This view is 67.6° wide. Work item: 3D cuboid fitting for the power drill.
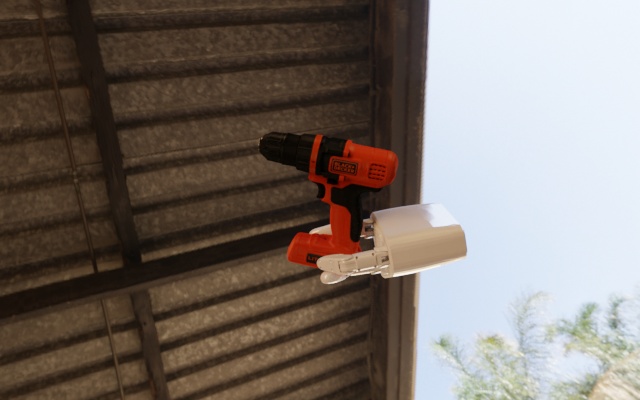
[{"bbox_3d":[0.000,0.003,0.655,0.184,0.188,0.057,12,29,7],"label":"power drill"}]
